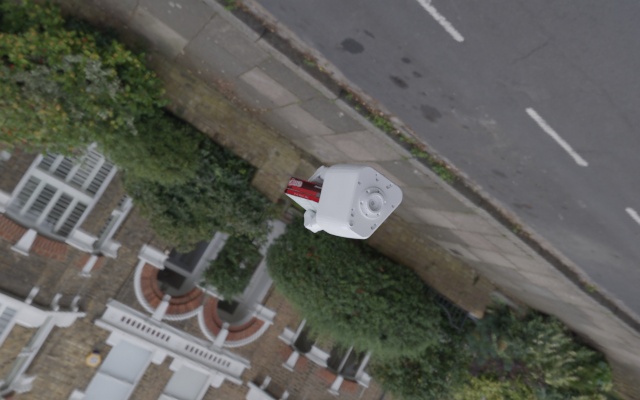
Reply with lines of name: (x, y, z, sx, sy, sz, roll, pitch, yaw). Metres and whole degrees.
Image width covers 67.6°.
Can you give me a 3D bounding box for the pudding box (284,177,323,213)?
pudding box: (0.000, 0.003, 0.878, 0.090, 0.039, 0.113, 18, -16, 37)
